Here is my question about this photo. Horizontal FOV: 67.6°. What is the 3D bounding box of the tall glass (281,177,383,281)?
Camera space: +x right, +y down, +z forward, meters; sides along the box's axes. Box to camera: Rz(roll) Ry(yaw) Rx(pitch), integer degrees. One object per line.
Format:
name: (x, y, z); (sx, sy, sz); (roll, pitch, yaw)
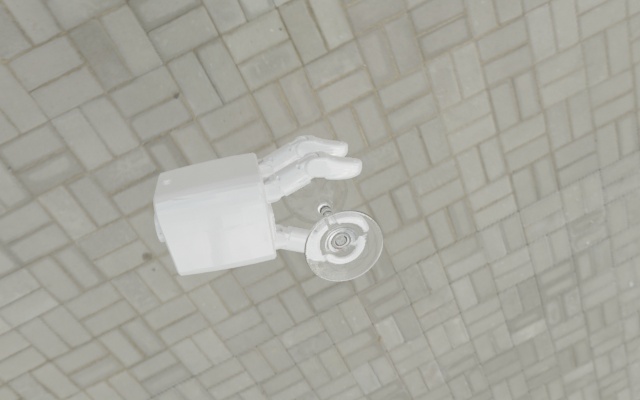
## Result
tall glass: (0.000, 0.002, 0.521); (0.079, 0.079, 0.201); (0, 24, -13)
